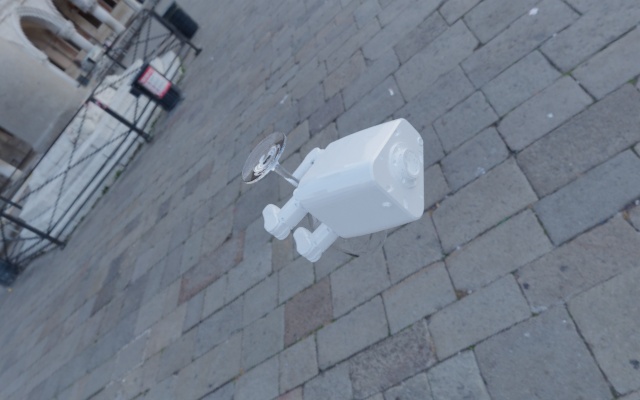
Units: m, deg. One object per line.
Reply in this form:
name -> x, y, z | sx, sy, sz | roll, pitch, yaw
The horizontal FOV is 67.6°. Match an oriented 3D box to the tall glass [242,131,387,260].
tall glass -> 0.000, 0.002, 0.608 | 0.201, 0.079, 0.079 | 39, -22, -31
